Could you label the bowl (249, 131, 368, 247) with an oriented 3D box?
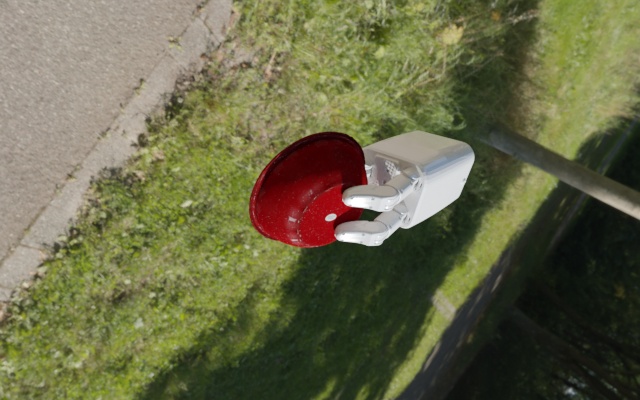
[{"bbox_3d":[-0.001,0.003,0.560,0.162,0.162,0.055,0,37,-40],"label":"bowl"}]
